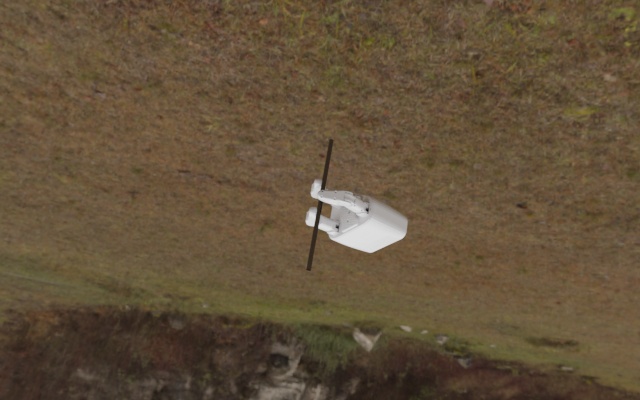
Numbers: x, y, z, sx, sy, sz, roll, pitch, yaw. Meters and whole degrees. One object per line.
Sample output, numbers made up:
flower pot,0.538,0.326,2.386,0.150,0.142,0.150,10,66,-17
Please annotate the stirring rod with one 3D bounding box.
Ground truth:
stirring rod,0.000,0.003,0.823,0.011,0.239,0.011,9,-19,3
